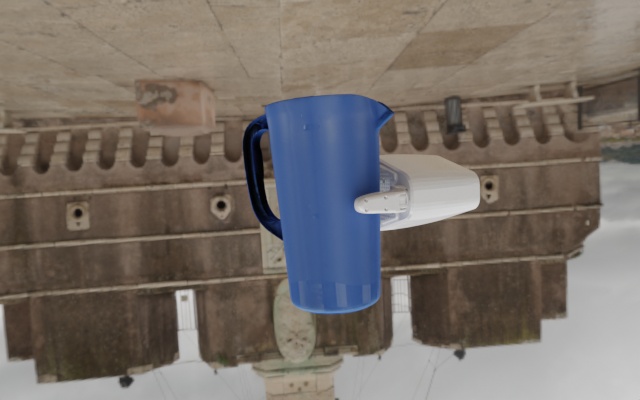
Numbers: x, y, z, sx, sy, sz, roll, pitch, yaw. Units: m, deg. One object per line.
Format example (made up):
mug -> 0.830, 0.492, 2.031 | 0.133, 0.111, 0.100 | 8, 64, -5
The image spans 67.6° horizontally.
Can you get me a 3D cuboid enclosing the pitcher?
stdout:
pitcher -> 0.000, 0.002, 0.565 | 0.145, 0.243, 0.149 | -6, 5, -24
